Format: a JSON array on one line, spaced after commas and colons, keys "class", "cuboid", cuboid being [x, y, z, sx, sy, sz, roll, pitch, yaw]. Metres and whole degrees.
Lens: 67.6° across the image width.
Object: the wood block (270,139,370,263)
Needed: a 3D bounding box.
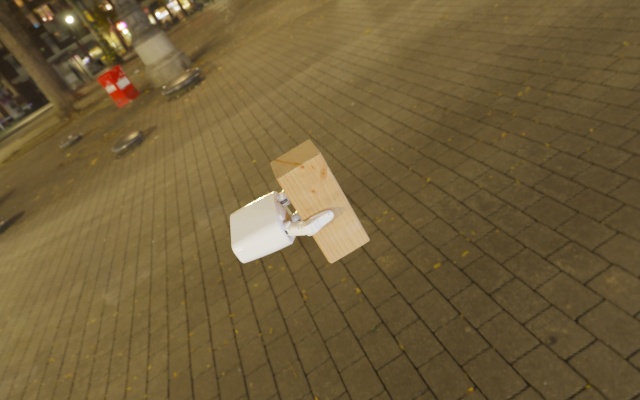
[{"class": "wood block", "cuboid": [0.000, 0.003, 0.898, 0.090, 0.206, 0.090, -31, 27, 1]}]
